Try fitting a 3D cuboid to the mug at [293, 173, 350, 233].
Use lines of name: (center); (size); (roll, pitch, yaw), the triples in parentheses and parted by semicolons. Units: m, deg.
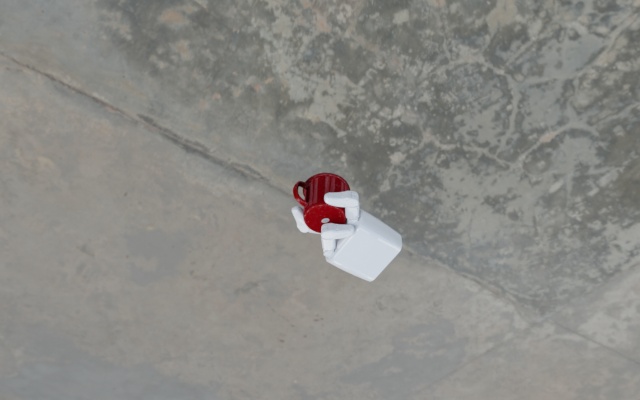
mug: (-0.001, 0.002, 0.898); (0.117, 0.081, 0.093); (29, -52, -22)
